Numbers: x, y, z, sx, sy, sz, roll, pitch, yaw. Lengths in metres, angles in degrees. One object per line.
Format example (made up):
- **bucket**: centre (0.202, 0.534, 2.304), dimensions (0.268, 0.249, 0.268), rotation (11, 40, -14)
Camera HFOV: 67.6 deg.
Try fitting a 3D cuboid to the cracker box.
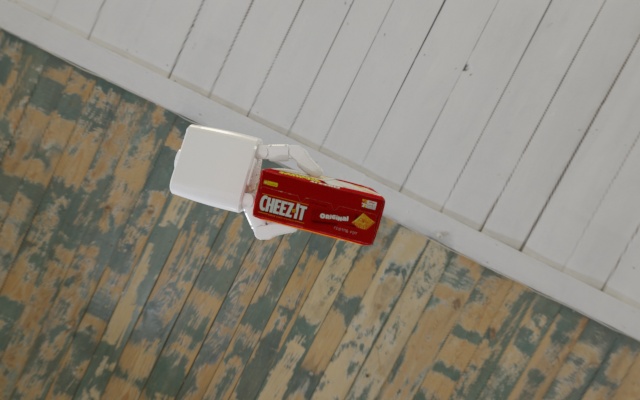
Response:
- **cracker box**: centre (0.000, 0.002, 0.710), dimensions (0.164, 0.072, 0.213), rotation (13, 5, 1)
